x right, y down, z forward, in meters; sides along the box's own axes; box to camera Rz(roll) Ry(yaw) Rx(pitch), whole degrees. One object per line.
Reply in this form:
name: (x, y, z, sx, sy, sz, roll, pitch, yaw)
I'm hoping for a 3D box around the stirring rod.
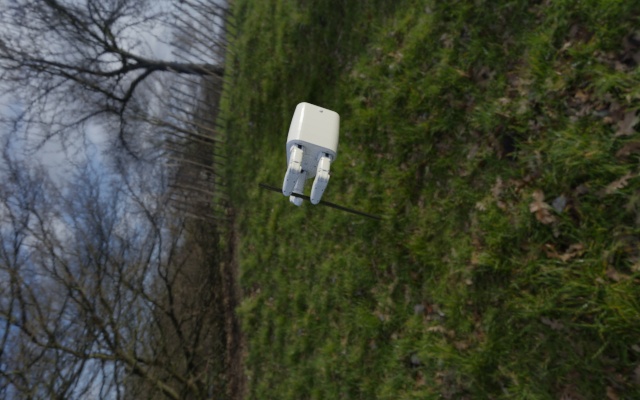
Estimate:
stirring rod: (0.000, 0.003, 0.900, 0.239, 0.011, 0.011, 16, -3, -11)
